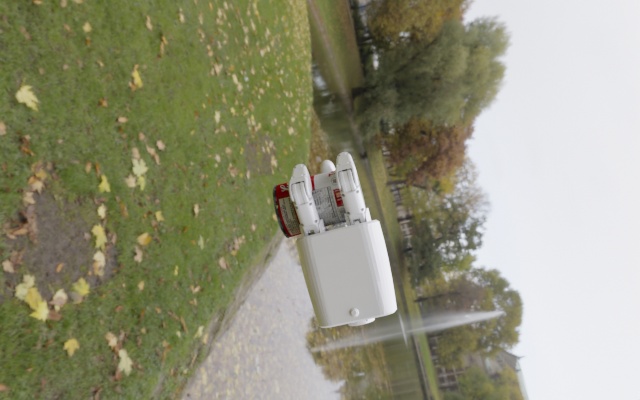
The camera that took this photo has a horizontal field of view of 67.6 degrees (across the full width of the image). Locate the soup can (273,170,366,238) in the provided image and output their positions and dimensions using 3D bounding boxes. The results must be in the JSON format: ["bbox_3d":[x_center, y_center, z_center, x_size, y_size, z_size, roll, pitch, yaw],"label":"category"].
[{"bbox_3d":[0.000,0.001,0.587,0.102,0.068,0.068,-14,-2,8],"label":"soup can"}]
